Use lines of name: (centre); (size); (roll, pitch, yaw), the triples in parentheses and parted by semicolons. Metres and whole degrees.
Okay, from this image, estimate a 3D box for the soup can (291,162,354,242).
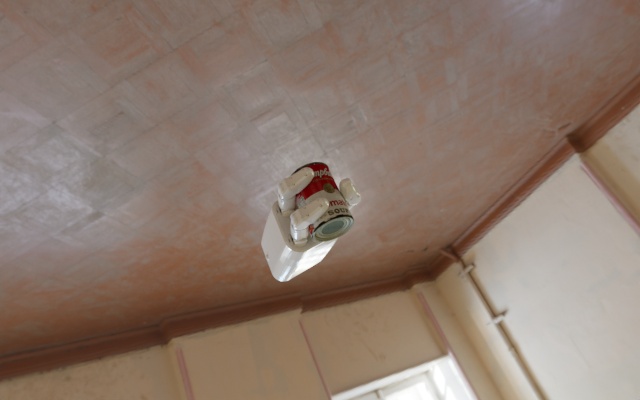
soup can: (0.000, 0.002, 0.714); (0.068, 0.102, 0.068); (-19, -29, -11)
